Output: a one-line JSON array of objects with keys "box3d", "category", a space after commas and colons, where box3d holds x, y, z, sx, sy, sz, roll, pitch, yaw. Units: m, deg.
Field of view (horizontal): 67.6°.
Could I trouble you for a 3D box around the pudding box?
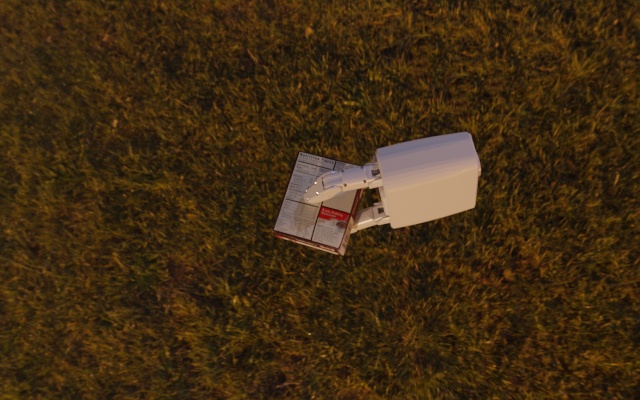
[{"box3d": [0.000, 0.002, 0.593, 0.090, 0.113, 0.039, 15, -13, 13], "category": "pudding box"}]
